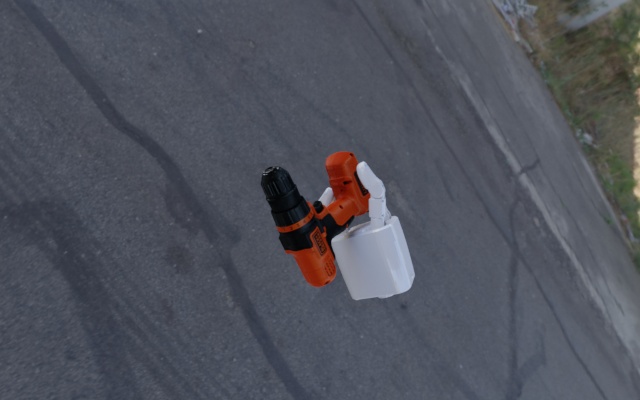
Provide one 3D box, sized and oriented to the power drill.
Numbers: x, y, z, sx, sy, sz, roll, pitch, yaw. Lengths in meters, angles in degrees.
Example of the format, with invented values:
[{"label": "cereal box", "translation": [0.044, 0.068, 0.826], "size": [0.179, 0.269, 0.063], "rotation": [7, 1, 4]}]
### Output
[{"label": "power drill", "translation": [0.000, 0.002, 0.694], "size": [0.057, 0.184, 0.187], "rotation": [-5, 28, 36]}]
